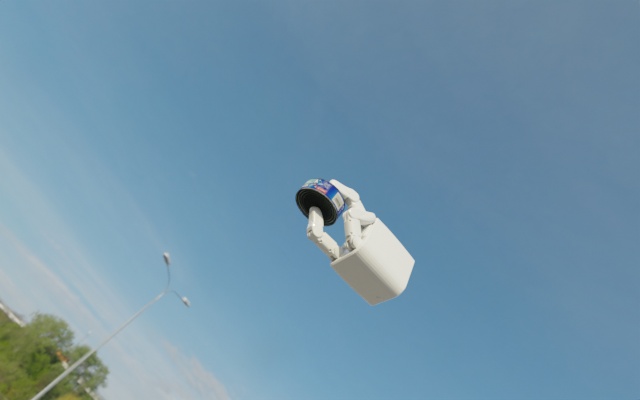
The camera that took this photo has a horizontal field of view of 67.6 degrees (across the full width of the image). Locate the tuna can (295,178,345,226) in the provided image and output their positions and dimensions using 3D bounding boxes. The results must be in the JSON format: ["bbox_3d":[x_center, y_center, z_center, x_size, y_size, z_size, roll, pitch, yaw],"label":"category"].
[{"bbox_3d":[0.000,0.002,0.845,0.086,0.086,0.033,0,38,41],"label":"tuna can"}]
